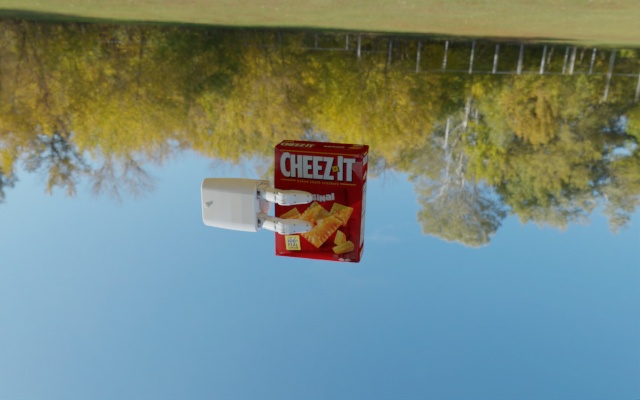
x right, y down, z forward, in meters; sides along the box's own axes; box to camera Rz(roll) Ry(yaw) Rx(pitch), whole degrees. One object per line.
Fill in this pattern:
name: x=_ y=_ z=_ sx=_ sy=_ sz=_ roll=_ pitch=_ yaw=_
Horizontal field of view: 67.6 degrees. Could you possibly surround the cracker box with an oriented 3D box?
cracker box: x=0.000 y=0.003 z=0.883 sx=0.164 sy=0.214 sz=0.072 roll=5 pitch=19 yaw=11
